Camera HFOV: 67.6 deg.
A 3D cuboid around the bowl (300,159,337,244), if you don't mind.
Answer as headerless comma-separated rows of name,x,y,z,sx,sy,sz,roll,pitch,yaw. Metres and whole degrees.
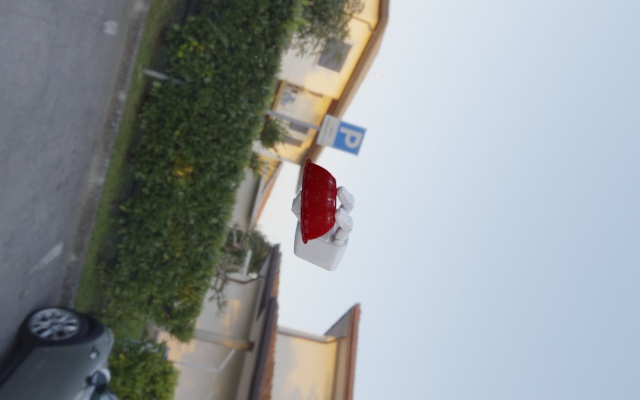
bowl,0.000,0.002,0.897,0.055,0.162,0.162,2,0,6
